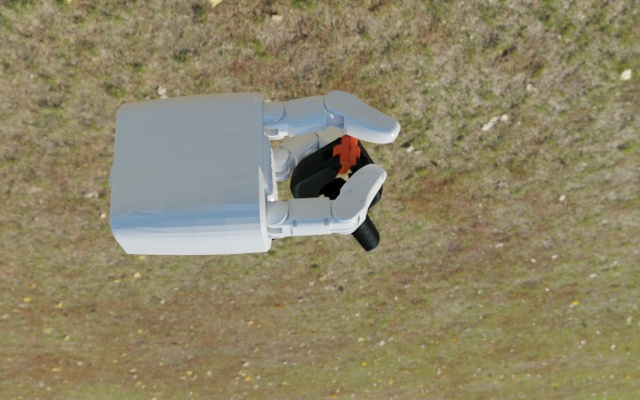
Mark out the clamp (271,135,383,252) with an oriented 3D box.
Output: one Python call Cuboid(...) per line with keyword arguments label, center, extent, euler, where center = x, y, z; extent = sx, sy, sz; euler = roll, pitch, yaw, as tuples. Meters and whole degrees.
Cuboid(label="clamp", center=(0.000, 0.002, 0.433), extent=(0.120, 0.039, 0.172), euler=(-2, -32, -1))
